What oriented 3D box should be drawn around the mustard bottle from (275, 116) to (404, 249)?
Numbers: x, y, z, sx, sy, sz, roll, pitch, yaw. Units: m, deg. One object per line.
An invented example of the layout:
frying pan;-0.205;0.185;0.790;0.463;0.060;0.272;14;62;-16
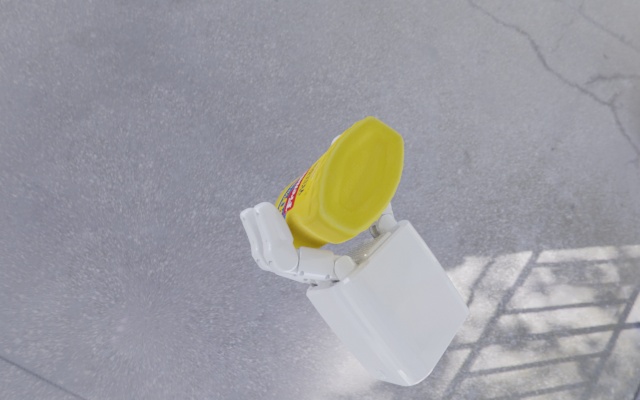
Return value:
mustard bottle;0.000;0.001;0.427;0.058;0.096;0.192;31;-21;-11
